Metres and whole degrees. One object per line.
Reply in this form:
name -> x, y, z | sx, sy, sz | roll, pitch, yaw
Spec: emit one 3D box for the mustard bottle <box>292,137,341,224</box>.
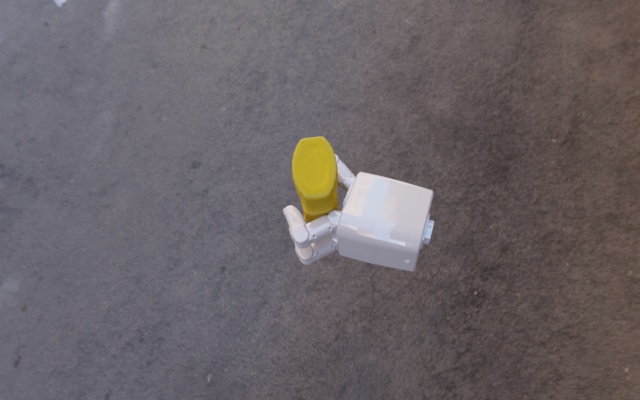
mustard bottle -> 0.000, 0.002, 0.677 | 0.058, 0.096, 0.192 | -8, -30, 1
